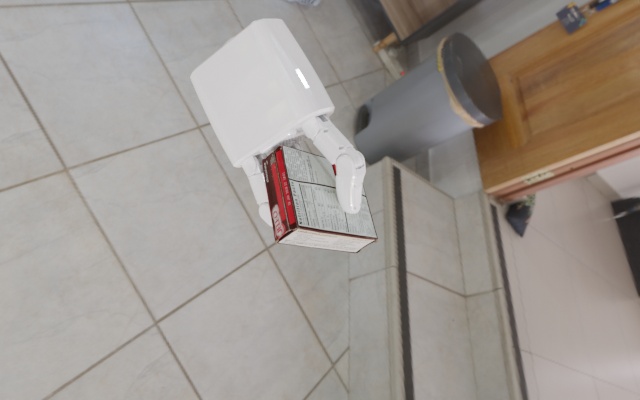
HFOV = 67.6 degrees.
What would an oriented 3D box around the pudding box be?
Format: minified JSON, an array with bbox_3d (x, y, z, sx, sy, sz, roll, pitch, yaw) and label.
[{"bbox_3d":[0.000,0.001,0.476,0.113,0.090,0.039,11,-33,-40],"label":"pudding box"}]
